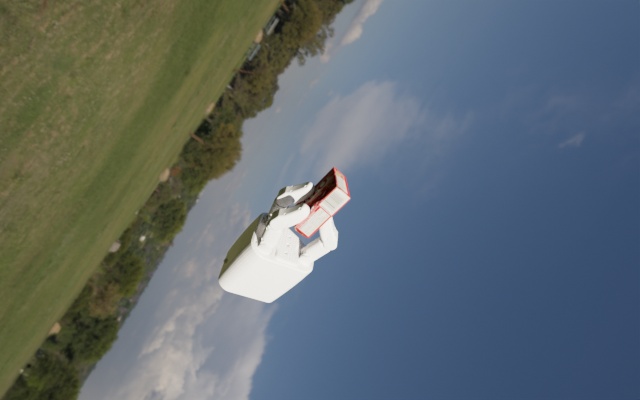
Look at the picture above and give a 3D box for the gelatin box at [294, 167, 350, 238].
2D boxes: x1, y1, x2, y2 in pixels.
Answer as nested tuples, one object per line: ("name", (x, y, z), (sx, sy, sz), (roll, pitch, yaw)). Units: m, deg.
("gelatin box", (0.001, 0.002, 0.688), (0.030, 0.089, 0.073), (40, 18, -18))
